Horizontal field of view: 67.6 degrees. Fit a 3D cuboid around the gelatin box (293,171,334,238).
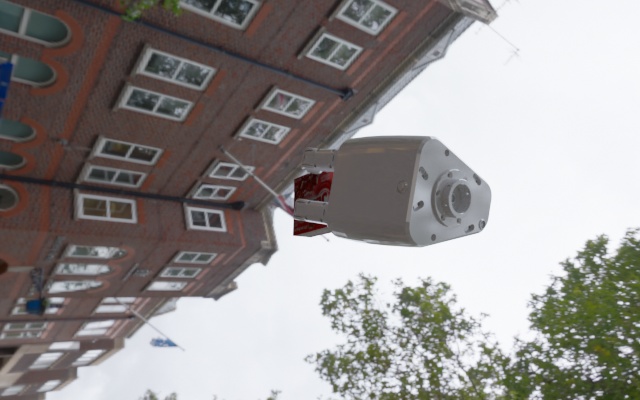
[{"bbox_3d":[0.000,0.002,0.563,0.030,0.073,0.089,9,-15,-32],"label":"gelatin box"}]
